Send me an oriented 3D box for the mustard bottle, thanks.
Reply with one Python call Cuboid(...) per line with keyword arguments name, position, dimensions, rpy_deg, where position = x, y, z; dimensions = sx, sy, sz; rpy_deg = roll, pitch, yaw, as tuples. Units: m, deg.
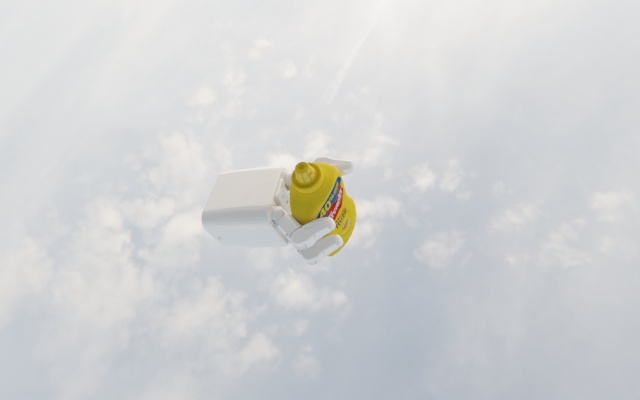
Cuboid(name="mustard bottle", position=(0.000, 0.002, 0.673), dimensions=(0.058, 0.096, 0.192), rpy_deg=(20, -20, 25))
